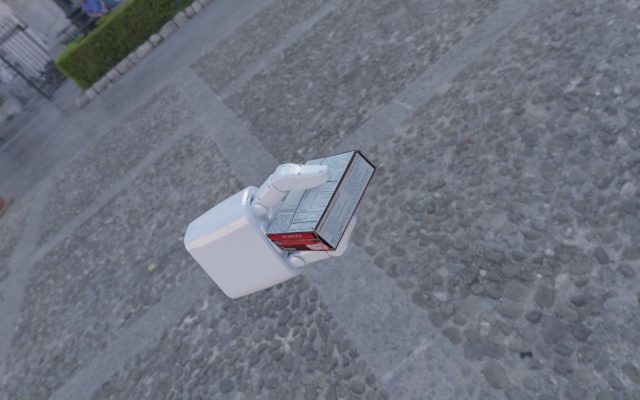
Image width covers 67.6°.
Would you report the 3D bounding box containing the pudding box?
[{"bbox_3d":[0.000,0.002,0.524,0.039,0.113,0.090,42,-28,-30],"label":"pudding box"}]
